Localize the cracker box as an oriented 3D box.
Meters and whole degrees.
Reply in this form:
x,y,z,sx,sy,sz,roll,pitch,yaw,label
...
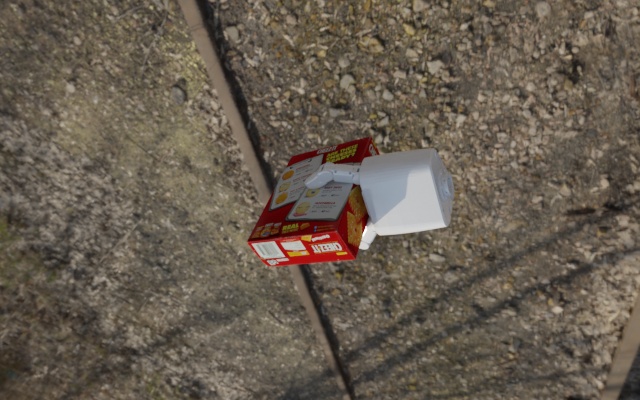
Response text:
x,y,z,sx,sy,sz,roll,pitch,yaw,label
0.000,0.003,0.768,0.164,0.072,0.213,-10,39,31,cracker box
